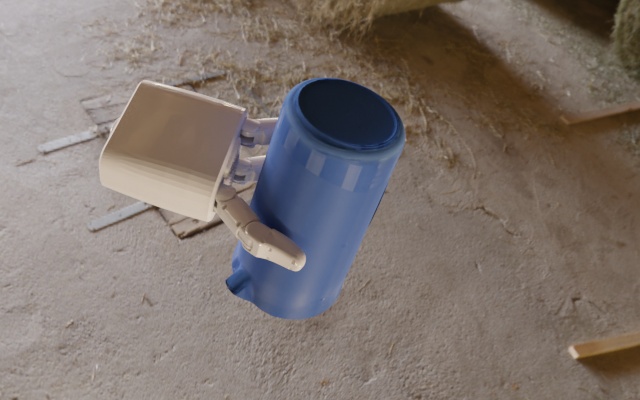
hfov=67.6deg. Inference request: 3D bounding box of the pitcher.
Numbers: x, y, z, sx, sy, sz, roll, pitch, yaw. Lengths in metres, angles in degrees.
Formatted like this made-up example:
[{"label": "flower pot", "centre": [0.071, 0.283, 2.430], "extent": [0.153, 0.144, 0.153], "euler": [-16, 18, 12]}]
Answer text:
[{"label": "pitcher", "centre": [0.000, 0.002, 0.486], "extent": [0.145, 0.149, 0.243], "euler": [18, -45, -4]}]
